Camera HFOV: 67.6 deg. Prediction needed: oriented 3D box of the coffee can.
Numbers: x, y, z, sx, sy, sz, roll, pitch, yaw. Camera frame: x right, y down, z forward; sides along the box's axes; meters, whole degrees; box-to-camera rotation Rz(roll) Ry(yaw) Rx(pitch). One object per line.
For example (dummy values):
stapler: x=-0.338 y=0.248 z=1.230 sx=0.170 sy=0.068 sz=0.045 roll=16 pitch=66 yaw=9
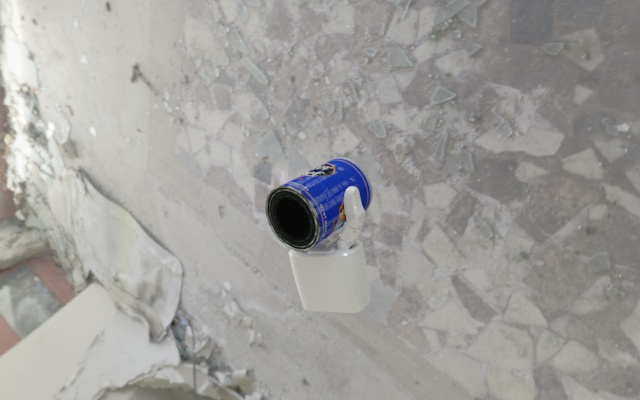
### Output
coffee can: x=0.000 y=0.002 z=0.733 sx=0.103 sy=0.103 sz=0.140 roll=0 pitch=21 yaw=41
